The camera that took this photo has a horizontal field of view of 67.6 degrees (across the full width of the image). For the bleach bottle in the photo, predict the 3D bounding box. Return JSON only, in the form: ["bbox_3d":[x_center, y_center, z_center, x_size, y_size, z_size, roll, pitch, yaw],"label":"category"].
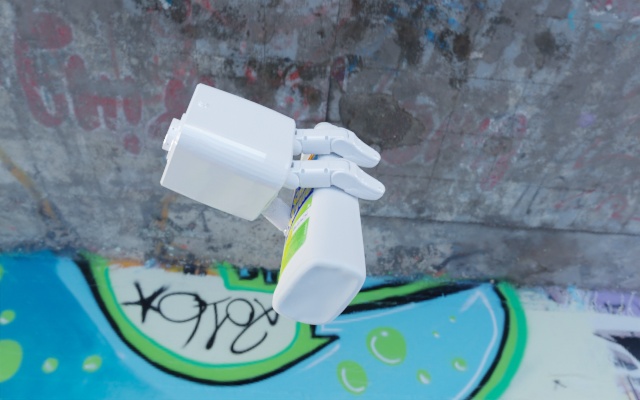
[{"bbox_3d":[0.000,0.002,0.526,0.068,0.250,0.103,20,-50,-17],"label":"bleach bottle"}]
